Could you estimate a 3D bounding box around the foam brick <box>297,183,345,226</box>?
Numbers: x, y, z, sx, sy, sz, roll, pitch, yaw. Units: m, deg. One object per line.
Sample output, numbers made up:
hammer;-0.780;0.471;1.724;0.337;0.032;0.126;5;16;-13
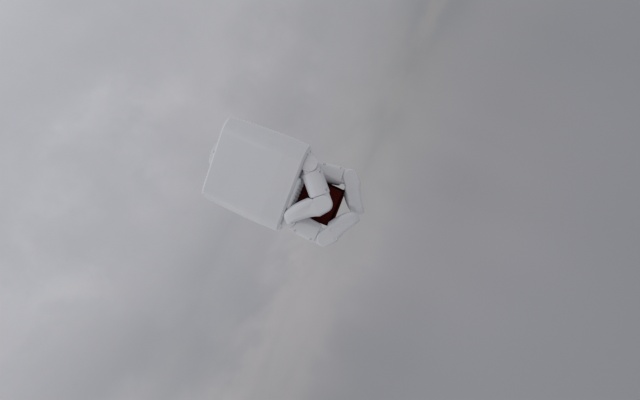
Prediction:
foam brick;0.000;0.002;0.638;0.051;0.053;0.078;22;-2;4
